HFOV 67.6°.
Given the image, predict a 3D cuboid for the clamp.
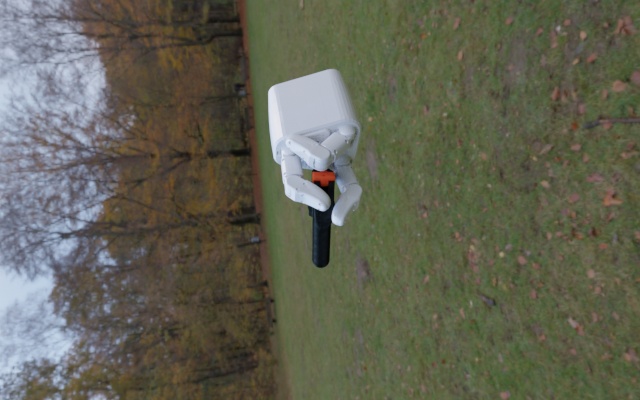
[{"bbox_3d":[0.000,0.002,0.650,0.039,0.120,0.172,-5,-36,-9],"label":"clamp"}]
